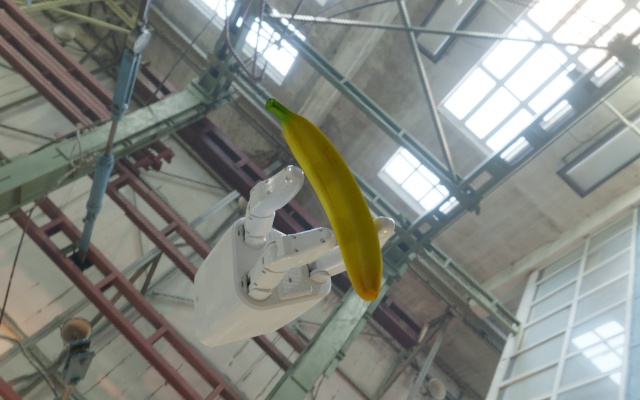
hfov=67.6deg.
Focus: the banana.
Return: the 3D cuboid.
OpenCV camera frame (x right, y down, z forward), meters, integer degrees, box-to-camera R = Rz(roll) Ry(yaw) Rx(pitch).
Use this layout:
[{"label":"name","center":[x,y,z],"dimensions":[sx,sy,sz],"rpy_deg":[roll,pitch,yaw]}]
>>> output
[{"label":"banana","center":[0.010,-0.003,0.430],"dimensions":[0.037,0.197,0.069],"rpy_deg":[-40,-20,34]}]
